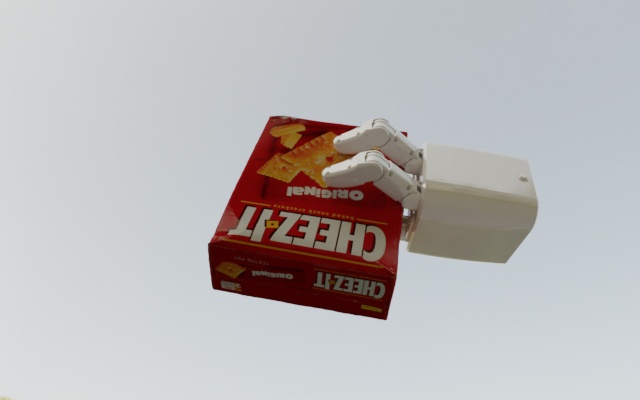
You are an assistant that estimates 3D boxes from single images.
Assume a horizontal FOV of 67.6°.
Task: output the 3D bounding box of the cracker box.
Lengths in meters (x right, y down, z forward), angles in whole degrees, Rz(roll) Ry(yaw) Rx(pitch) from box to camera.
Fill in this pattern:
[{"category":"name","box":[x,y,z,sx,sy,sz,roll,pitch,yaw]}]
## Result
[{"category":"cracker box","box":[0.000,0.002,0.487,0.164,0.072,0.213,9,42,6]}]
